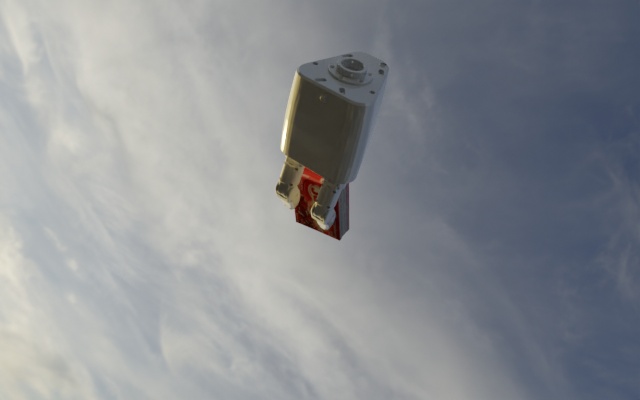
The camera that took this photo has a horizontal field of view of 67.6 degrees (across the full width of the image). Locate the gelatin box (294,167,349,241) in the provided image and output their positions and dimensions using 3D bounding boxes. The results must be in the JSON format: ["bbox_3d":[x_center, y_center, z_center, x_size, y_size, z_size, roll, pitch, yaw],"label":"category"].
[{"bbox_3d":[0.000,0.002,0.630,0.073,0.089,0.030,21,47,26],"label":"gelatin box"}]
